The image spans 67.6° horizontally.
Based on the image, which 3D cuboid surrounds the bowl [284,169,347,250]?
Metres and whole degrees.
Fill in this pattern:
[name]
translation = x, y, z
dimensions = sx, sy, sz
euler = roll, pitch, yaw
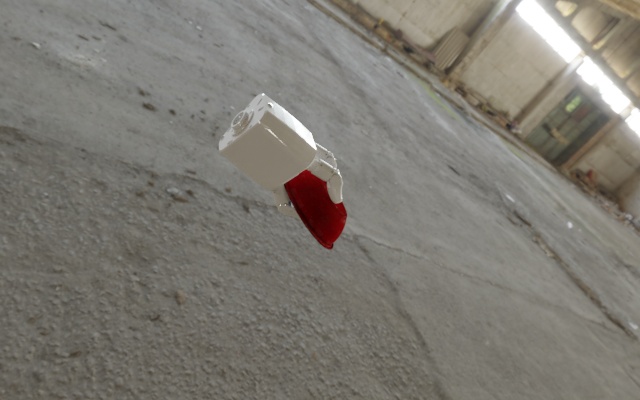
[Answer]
[bowl]
translation = 0.001, 0.003, 0.833
dimensions = 0.055, 0.162, 0.162
euler = -31, -6, 11
